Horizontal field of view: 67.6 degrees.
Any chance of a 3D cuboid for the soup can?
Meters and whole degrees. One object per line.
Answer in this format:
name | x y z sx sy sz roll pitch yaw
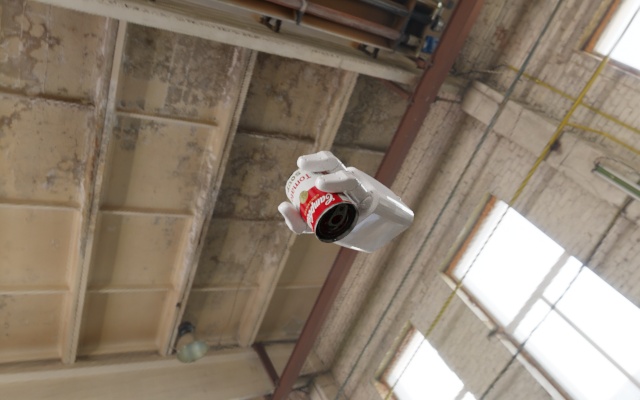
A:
soup can | 0.000 0.002 0.678 0.068 0.068 0.102 0 35 -34
